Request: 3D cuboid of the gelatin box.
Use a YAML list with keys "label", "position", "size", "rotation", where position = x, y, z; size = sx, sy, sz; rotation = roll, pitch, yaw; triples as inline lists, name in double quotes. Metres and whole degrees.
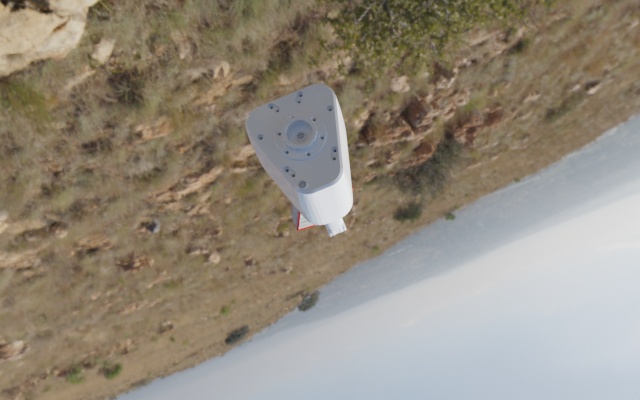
- label: "gelatin box"
  position: [0.000, 0.003, 0.632]
  size: [0.073, 0.030, 0.089]
  rotation: [-18, -23, -13]
